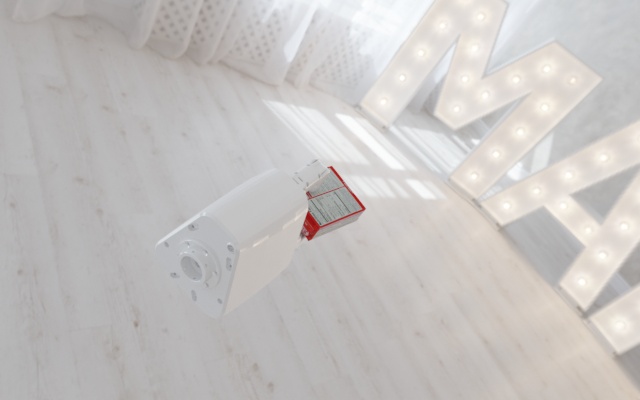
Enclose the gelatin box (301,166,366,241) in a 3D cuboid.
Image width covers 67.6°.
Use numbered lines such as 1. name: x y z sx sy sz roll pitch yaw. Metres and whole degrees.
1. gelatin box: 0.001 0.001 0.571 0.089 0.073 0.030 -20 -25 -43
